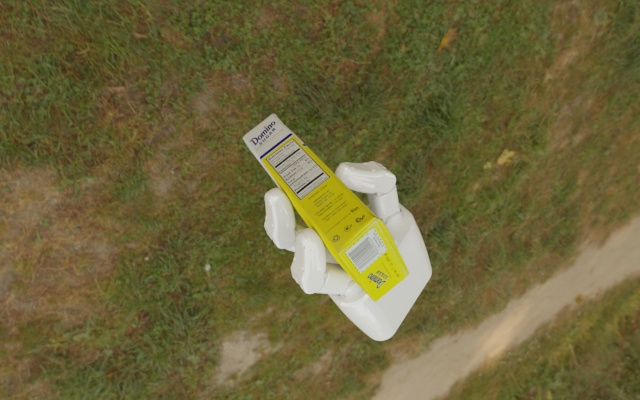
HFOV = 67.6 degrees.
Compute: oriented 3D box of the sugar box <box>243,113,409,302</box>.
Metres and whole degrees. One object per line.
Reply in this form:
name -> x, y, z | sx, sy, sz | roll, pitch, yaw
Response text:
sugar box -> 0.000, 0.002, 0.428 | 0.176, 0.048, 0.093 | 45, -8, 42
